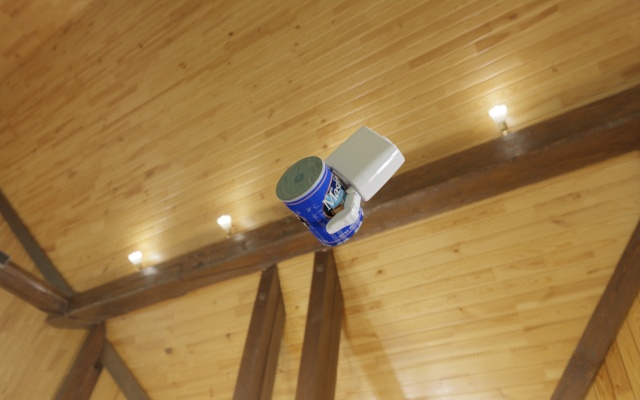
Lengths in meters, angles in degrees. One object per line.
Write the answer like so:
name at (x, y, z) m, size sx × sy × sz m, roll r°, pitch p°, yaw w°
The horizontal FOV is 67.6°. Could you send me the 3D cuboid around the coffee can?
coffee can at (0.000, 0.003, 0.877) m, size 0.103 × 0.102 × 0.140 m, roll 0°, pitch -39°, yaw 45°
